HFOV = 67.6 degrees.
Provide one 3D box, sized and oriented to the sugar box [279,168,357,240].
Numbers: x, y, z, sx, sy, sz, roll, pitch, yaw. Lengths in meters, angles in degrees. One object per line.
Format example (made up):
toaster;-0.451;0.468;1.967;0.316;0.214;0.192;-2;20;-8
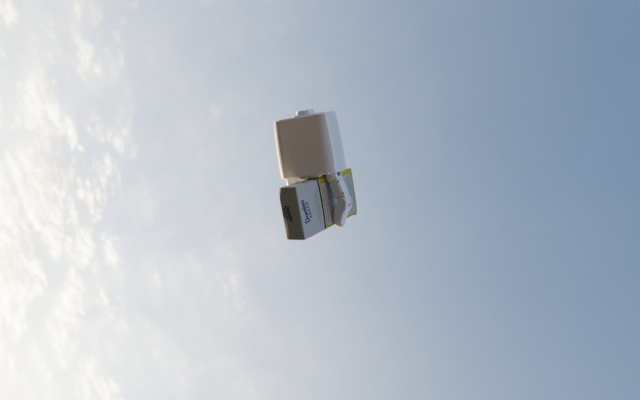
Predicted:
sugar box;0.000;0.003;0.858;0.048;0.093;0.176;-2;12;38
